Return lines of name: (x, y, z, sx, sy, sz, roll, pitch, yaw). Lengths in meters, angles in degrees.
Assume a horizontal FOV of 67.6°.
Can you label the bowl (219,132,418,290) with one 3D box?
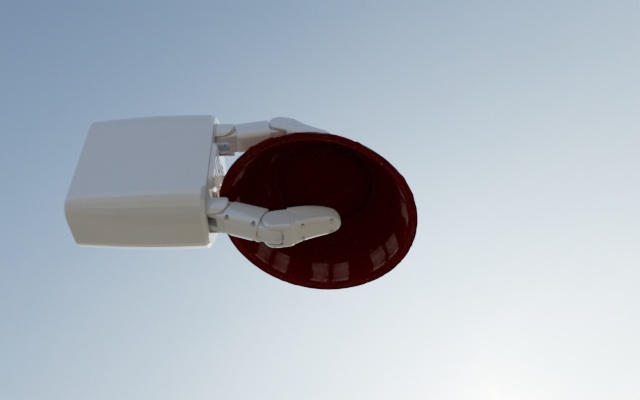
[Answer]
bowl: (0.001, 0.001, 0.405, 0.162, 0.162, 0.055, 0, 37, 10)
